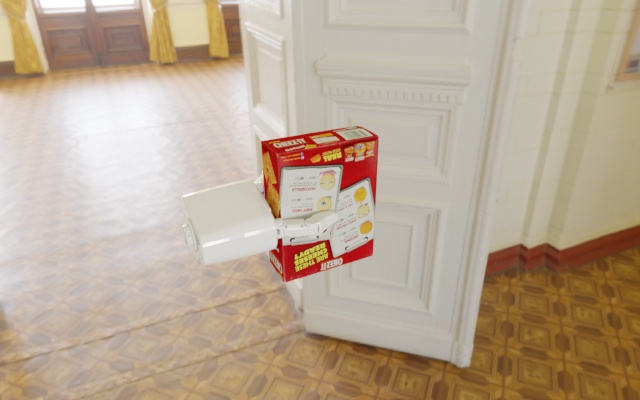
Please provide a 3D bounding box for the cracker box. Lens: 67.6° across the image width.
[{"bbox_3d":[0.000,0.002,0.738,0.164,0.214,0.072,-14,31,-23],"label":"cracker box"}]
